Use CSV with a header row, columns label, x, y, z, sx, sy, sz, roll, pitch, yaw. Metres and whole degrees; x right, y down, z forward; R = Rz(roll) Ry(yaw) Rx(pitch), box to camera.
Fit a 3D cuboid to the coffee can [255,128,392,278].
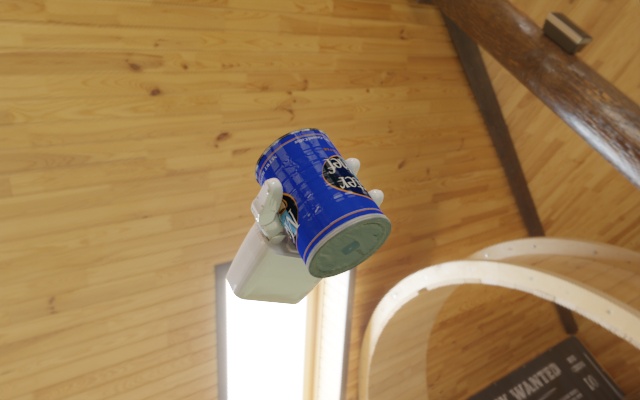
label,x,y,z,sx,sy,sz,roll,pitch,yaw
coffee can,0.000,0.002,0.544,0.103,0.140,0.103,-24,-31,-15
